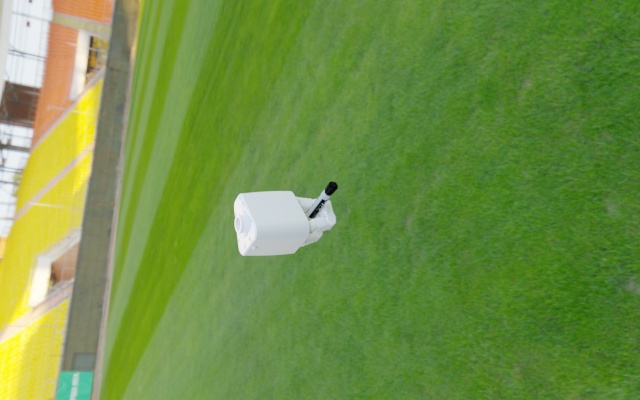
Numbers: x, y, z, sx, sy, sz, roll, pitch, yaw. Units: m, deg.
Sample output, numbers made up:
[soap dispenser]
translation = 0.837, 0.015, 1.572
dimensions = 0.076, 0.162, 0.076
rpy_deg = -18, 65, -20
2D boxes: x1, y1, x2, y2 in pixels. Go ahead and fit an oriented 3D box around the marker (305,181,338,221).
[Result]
[marker]
translation = 0.000, 0.003, 0.900
dimensions = 0.020, 0.020, 0.121
rpy_deg = 0, -33, -30
